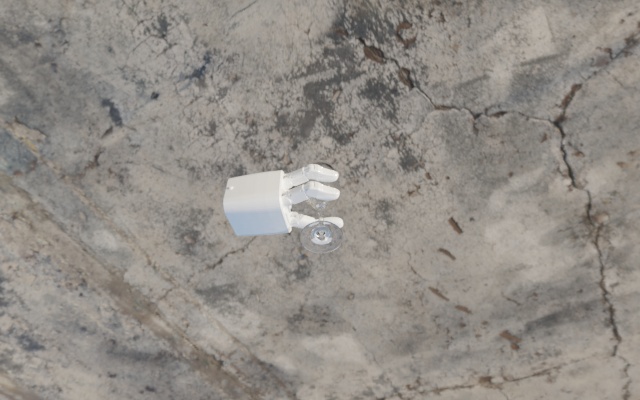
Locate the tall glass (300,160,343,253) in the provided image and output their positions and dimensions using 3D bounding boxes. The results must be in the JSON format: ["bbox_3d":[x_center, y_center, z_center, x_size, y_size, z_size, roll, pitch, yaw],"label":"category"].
[{"bbox_3d":[0.000,0.003,0.894,0.079,0.079,0.200,0,38,-1],"label":"tall glass"}]
